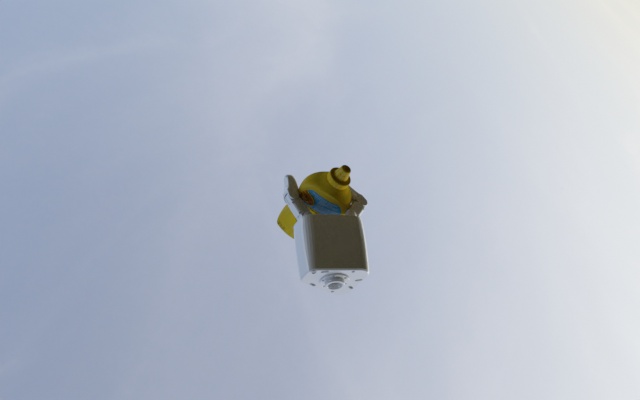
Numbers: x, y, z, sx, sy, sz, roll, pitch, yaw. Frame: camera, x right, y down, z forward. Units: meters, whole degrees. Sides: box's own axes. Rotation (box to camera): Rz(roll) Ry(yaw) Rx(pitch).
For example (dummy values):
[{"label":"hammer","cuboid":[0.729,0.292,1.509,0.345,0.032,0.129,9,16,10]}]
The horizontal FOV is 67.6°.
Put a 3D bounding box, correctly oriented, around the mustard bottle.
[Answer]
[{"label":"mustard bottle","cuboid":[0.000,0.003,0.858,0.096,0.058,0.192,32,-47,-7]}]
